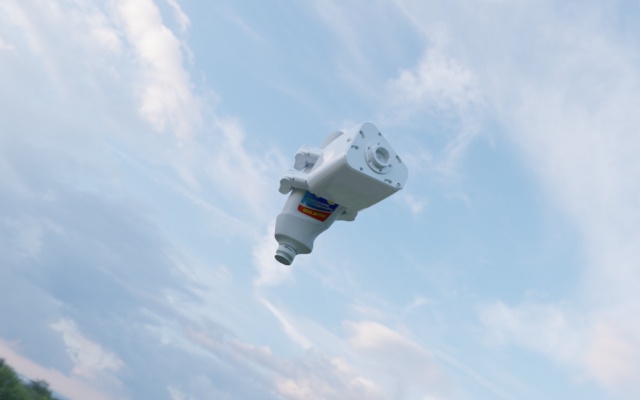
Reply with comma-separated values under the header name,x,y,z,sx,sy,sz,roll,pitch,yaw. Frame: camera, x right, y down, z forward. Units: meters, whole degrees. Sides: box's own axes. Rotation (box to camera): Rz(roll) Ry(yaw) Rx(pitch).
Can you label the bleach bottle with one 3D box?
name,x,y,z,sx,sy,sz,roll,pitch,yaw
bleach bottle,0.000,0.003,0.795,0.102,0.250,0.068,38,-32,-15
